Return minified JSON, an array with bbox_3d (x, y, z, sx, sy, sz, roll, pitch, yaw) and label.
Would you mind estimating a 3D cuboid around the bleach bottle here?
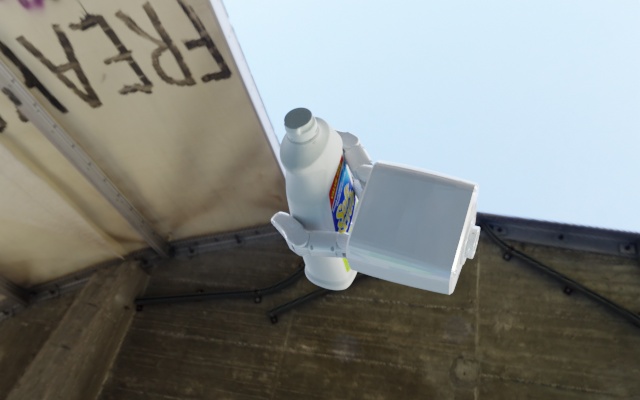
[{"bbox_3d":[0.000,0.002,0.543,0.068,0.102,0.251,13,-31,22],"label":"bleach bottle"}]
